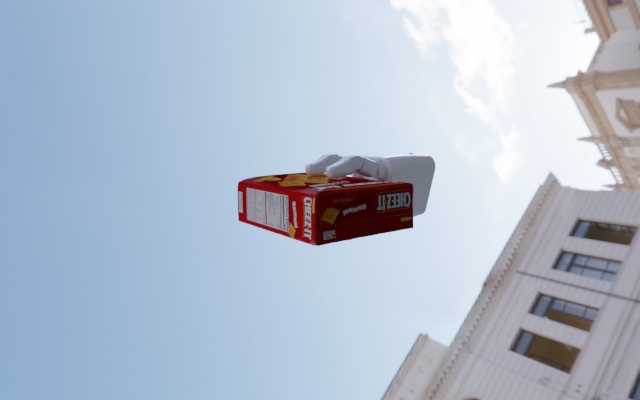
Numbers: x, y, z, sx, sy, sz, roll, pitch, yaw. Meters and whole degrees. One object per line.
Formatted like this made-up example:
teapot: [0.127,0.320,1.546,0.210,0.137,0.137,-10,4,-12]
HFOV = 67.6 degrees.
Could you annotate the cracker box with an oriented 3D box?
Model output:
cracker box: [0.000,0.002,0.685,0.164,0.072,0.213,-8,10,-35]
